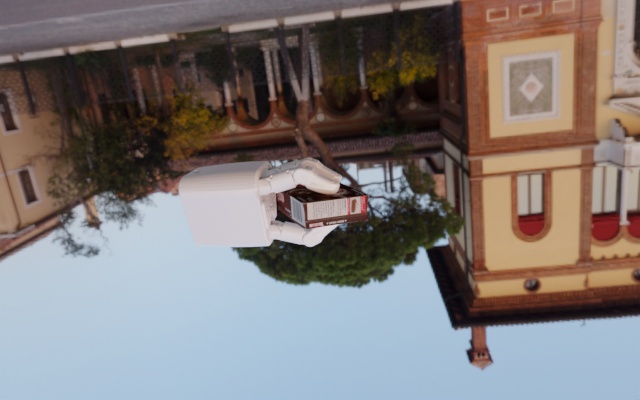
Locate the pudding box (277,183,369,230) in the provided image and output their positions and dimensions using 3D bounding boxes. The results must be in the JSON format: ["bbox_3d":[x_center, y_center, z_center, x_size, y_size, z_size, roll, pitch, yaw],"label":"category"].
[{"bbox_3d":[0.000,0.002,0.637,0.090,0.039,0.113,-8,17,-21],"label":"pudding box"}]
